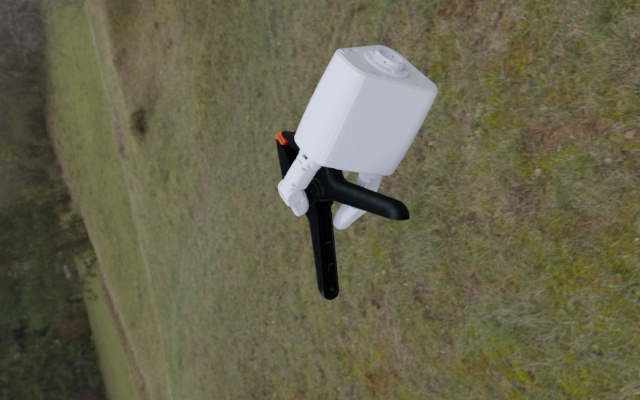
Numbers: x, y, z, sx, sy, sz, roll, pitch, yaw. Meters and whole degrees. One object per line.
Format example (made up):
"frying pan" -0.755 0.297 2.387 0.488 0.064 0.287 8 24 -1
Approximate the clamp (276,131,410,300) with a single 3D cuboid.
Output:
"clamp" -0.001 0.001 0.566 0.036 0.165 0.210 -5 46 -42
